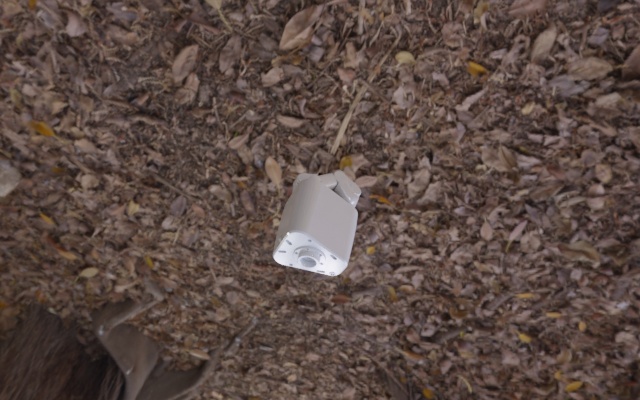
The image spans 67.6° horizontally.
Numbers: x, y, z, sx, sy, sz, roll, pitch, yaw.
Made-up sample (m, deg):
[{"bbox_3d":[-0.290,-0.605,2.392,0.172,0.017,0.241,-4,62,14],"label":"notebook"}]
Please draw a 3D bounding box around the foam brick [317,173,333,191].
[{"bbox_3d":[0.000,0.003,0.802,0.053,0.051,0.078,24,-44,-12],"label":"foam brick"}]
